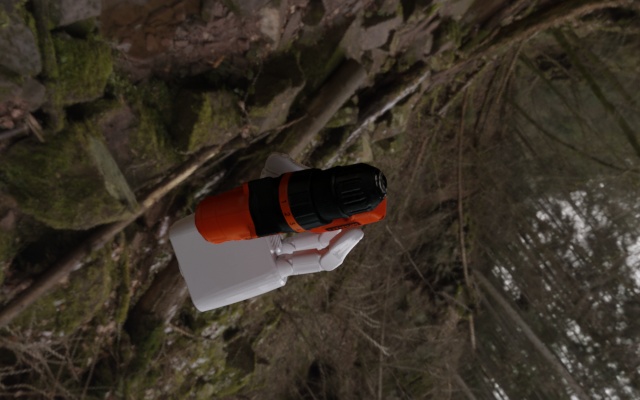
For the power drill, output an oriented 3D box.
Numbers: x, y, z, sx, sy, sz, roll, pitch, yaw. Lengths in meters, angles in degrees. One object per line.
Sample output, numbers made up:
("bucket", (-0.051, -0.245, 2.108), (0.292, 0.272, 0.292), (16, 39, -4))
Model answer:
("power drill", (0.000, 0.002, 0.473), (0.184, 0.057, 0.187), (-10, -5, 26))
